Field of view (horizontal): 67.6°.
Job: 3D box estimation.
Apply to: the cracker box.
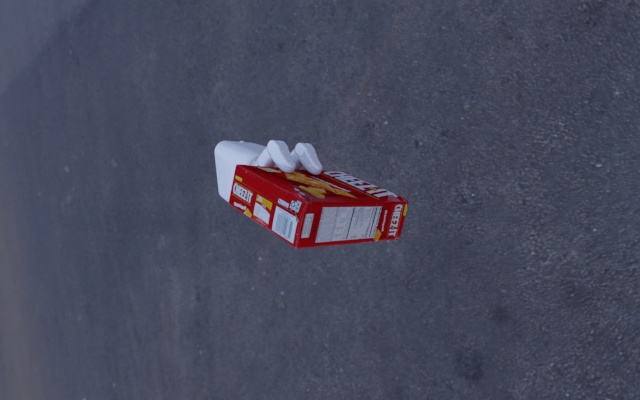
[{"bbox_3d":[0.000,0.002,0.707,0.214,0.072,0.164,-1,20,-44],"label":"cracker box"}]
